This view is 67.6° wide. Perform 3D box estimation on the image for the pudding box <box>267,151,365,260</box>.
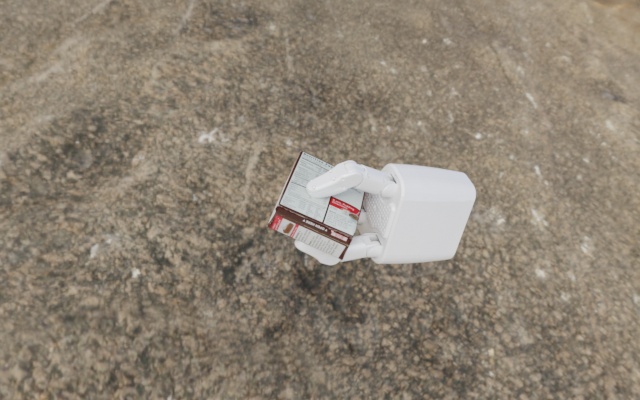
[{"bbox_3d":[0.000,0.002,0.536,0.090,0.039,0.113,24,37,-4],"label":"pudding box"}]
